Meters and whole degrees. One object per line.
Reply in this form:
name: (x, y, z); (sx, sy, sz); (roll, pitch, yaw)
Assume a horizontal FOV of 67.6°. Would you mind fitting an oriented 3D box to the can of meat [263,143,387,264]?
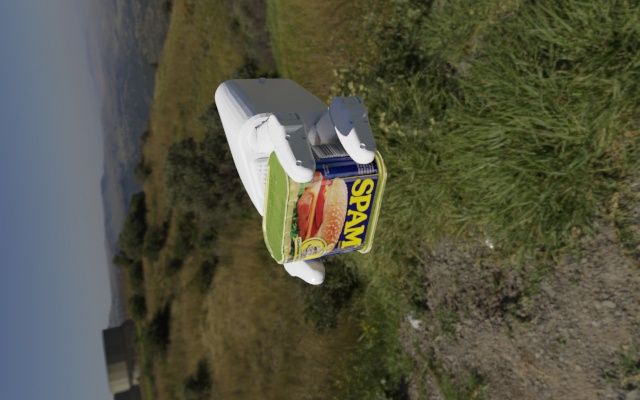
can of meat: (0.000, 0.001, 0.402); (0.084, 0.102, 0.057); (-8, 36, -23)
